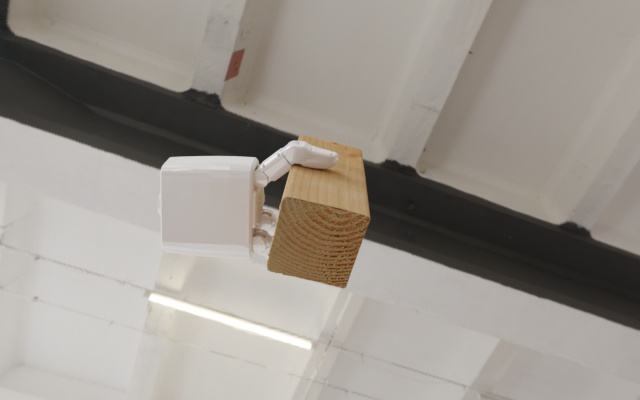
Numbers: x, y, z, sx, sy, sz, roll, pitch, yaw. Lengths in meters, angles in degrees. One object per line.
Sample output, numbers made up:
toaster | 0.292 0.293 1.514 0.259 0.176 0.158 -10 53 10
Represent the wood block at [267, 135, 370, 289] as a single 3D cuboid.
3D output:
wood block | 0.000 0.001 0.573 0.090 0.091 0.206 14 25 -4
